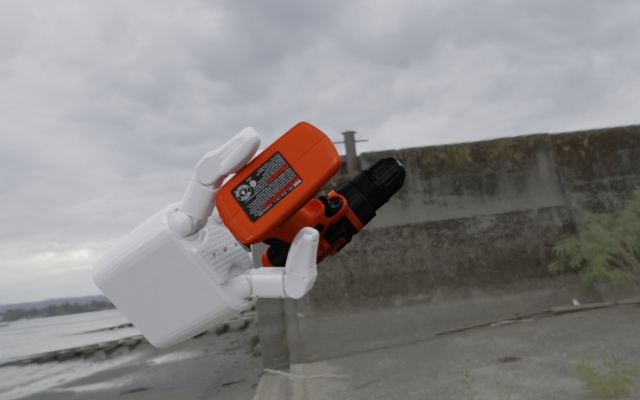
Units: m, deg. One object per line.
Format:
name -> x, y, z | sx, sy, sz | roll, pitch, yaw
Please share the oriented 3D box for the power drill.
power drill -> 0.000, 0.001, 0.447 | 0.184, 0.057, 0.188 | -42, -24, 0
